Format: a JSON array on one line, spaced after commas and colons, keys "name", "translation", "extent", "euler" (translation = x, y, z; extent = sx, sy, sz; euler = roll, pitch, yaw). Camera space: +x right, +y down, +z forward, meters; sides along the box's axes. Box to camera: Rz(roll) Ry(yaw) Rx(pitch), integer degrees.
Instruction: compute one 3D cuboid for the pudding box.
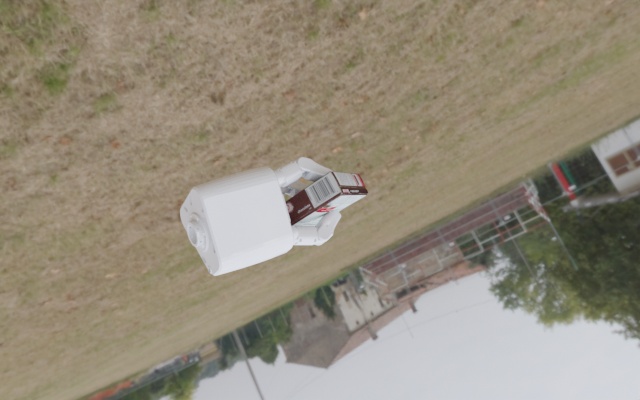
[{"name": "pudding box", "translation": [0.000, 0.002, 0.682], "extent": [0.113, 0.039, 0.090], "euler": [-31, -13, 26]}]
